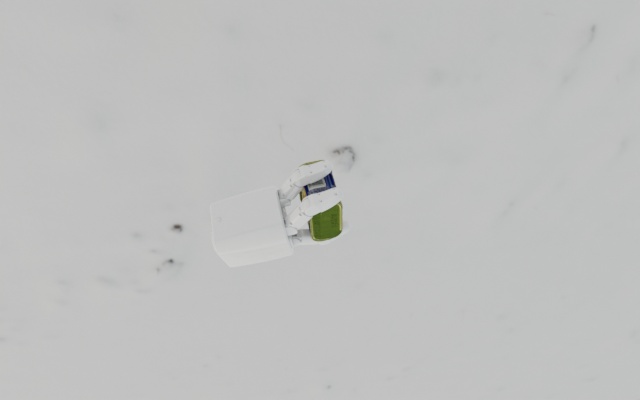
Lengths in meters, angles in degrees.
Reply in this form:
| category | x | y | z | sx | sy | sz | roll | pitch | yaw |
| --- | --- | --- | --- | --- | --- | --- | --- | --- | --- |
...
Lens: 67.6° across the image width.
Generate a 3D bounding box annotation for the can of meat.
| category | x | y | z | sx | sy | sz | roll | pitch | yaw |
| --- | --- | --- | --- | --- | --- | --- | --- | --- | --- |
| can of meat | 0.000 | 0.003 | 0.746 | 0.057 | 0.084 | 0.102 | -11 | -38 | -5 |
